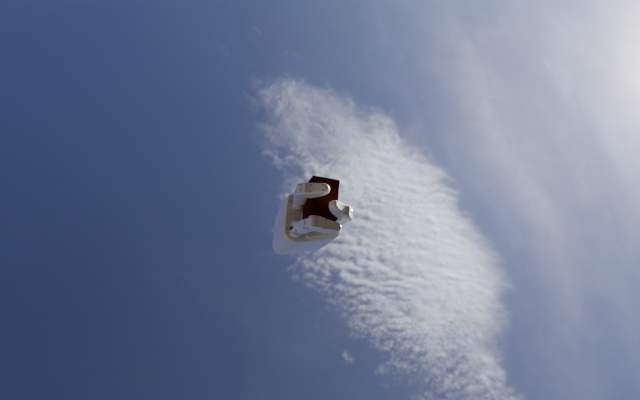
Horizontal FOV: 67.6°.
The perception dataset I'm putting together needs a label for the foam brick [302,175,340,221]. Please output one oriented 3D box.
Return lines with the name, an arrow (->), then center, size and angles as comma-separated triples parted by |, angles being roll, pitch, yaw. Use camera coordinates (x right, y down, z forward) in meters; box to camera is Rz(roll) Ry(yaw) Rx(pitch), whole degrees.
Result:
foam brick -> 0.000, 0.003, 0.858 | 0.053, 0.078, 0.051 | 12, -24, -15
